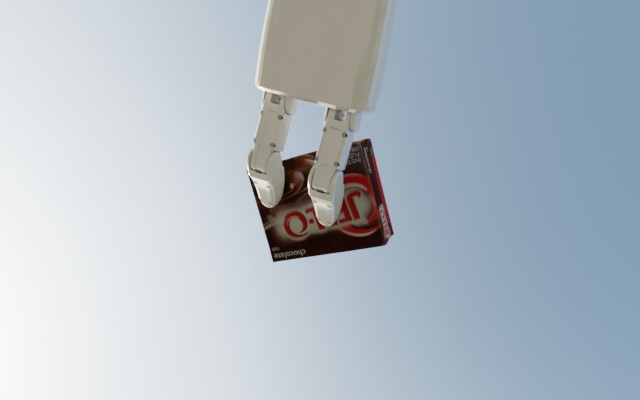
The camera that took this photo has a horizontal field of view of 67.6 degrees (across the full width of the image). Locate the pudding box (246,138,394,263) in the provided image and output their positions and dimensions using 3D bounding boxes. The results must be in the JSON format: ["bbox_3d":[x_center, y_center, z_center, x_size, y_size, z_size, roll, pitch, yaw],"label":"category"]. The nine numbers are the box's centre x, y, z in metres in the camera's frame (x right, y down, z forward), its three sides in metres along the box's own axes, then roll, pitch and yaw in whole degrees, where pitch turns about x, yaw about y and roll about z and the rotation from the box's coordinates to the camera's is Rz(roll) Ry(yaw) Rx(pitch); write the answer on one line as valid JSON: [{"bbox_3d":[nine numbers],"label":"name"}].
[{"bbox_3d":[0.000,0.001,0.424,0.113,0.090,0.039,-11,8,26],"label":"pudding box"}]
